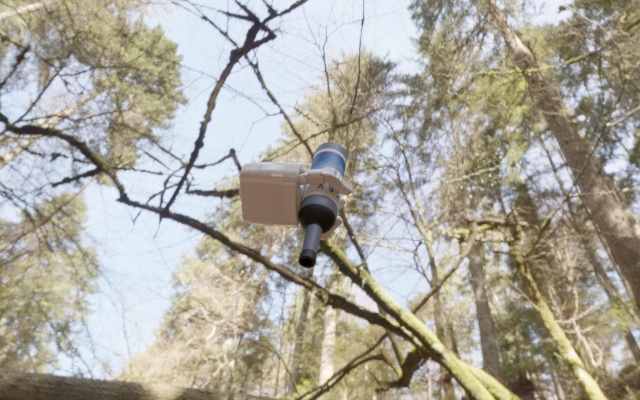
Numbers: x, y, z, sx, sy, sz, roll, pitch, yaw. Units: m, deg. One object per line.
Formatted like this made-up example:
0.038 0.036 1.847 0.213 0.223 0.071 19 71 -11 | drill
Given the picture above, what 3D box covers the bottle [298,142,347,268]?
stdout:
0.000 0.003 0.854 0.069 0.069 0.295 0 40 11 | bottle
